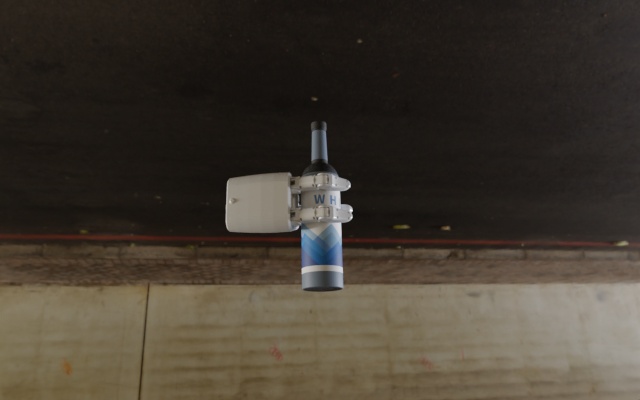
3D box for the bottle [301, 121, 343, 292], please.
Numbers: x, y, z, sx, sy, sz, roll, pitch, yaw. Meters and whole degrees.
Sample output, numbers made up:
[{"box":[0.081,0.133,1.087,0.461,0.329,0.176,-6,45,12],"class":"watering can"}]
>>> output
[{"box":[0.000,0.003,0.812,0.069,0.295,0.069,-1,-18,0],"class":"bottle"}]
